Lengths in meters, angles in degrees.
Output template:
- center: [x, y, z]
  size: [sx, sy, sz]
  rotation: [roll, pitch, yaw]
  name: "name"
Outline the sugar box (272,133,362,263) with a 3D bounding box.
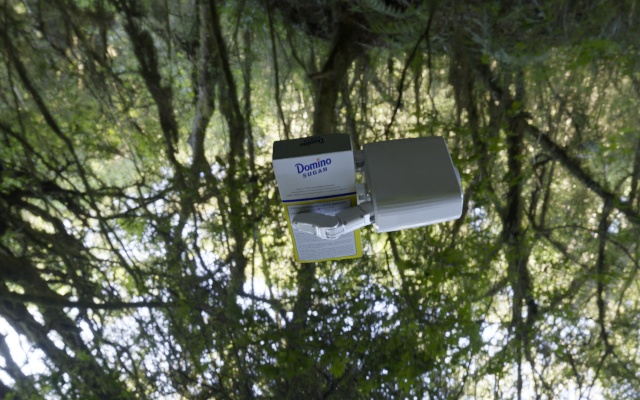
- center: [0.000, 0.002, 0.597]
  size: [0.093, 0.176, 0.048]
  rotation: [-6, 38, 3]
  name: "sugar box"
